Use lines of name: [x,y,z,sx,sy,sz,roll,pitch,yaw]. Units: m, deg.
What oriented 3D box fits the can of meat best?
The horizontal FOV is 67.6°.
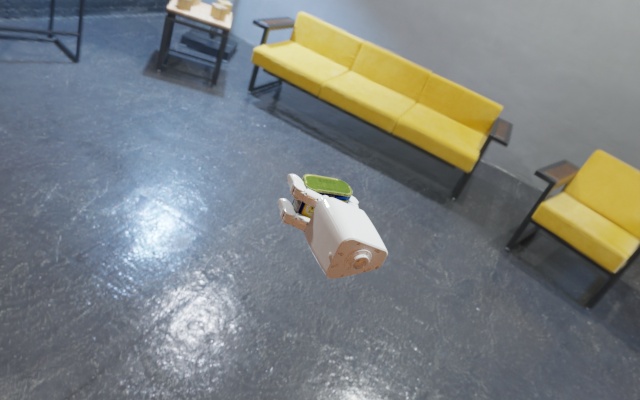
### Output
can of meat: [0.000,0.003,0.893,0.102,0.084,0.057,7,34,-25]
